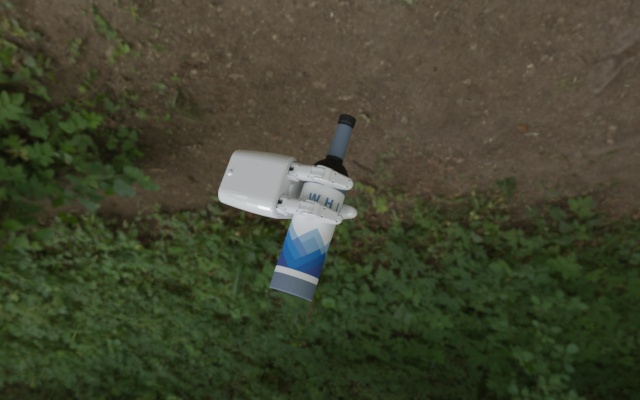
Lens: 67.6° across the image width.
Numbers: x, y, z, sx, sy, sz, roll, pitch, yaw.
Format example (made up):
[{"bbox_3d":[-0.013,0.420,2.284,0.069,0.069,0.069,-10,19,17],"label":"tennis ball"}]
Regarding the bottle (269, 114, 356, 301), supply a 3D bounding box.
[{"bbox_3d":[0.000,0.003,0.738,0.069,0.295,0.069,17,-13,4],"label":"bottle"}]
